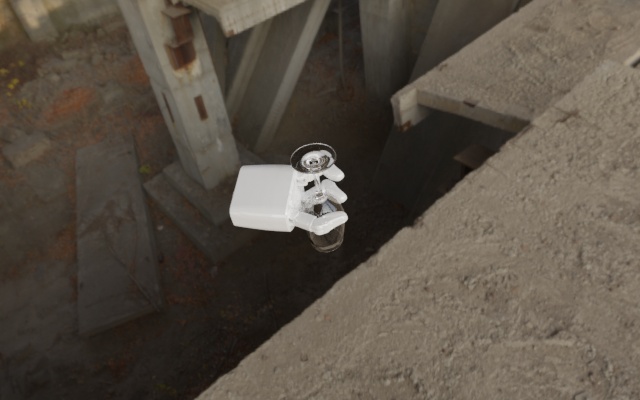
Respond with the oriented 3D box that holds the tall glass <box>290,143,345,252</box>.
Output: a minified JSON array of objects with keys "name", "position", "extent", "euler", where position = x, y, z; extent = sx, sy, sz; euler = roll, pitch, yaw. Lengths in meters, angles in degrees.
[{"name":"tall glass","position":[0.000,0.002,0.827],"extent":[0.079,0.201,0.079],"euler":[-5,44,5]}]
